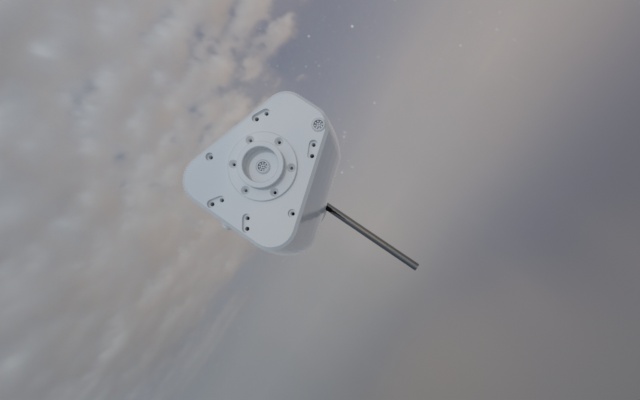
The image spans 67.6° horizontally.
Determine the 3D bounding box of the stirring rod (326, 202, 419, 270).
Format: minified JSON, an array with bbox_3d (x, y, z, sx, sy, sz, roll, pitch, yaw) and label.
[{"bbox_3d":[0.000,0.002,0.504,0.239,0.011,0.011,34,5,7],"label":"stirring rod"}]
